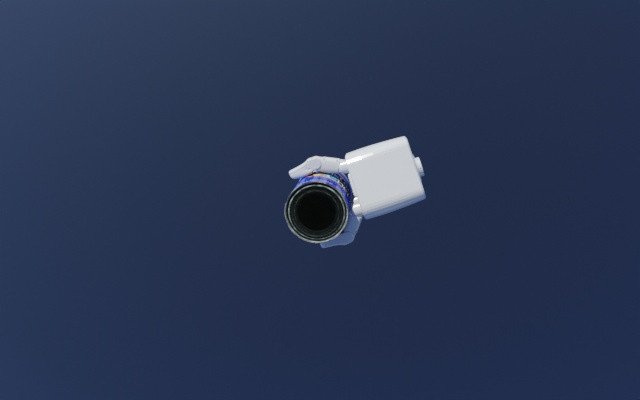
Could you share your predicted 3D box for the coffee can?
[{"bbox_3d":[0.000,0.003,0.821,0.103,0.103,0.140,0,14,6],"label":"coffee can"}]
